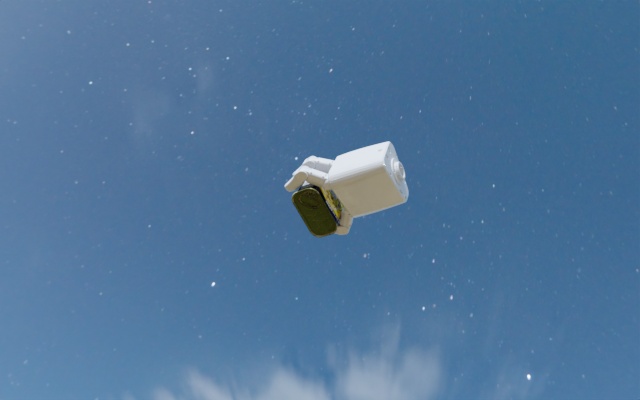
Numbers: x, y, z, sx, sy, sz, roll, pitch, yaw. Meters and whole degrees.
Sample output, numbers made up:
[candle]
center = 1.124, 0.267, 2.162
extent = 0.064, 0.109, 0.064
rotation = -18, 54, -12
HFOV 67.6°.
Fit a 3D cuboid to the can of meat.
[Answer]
[can of meat]
center = 0.000, 0.003, 0.896
extent = 0.057, 0.102, 0.084
rotation = -19, 23, 27
